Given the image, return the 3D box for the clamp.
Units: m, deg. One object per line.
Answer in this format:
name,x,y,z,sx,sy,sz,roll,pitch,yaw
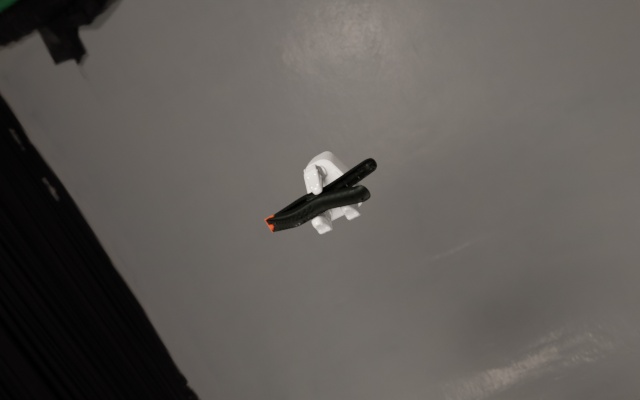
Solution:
clamp,-0.001,0.002,0.781,0.210,0.036,0.164,-28,13,12
